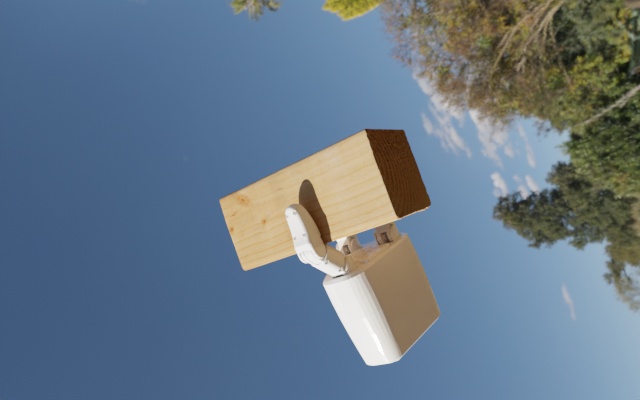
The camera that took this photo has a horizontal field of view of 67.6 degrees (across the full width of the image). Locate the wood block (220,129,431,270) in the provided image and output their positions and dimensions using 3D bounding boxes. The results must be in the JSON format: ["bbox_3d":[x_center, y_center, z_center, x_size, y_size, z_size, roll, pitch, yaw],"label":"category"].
[{"bbox_3d":[0.000,0.002,0.525,0.206,0.090,0.091,-22,-5,34],"label":"wood block"}]
